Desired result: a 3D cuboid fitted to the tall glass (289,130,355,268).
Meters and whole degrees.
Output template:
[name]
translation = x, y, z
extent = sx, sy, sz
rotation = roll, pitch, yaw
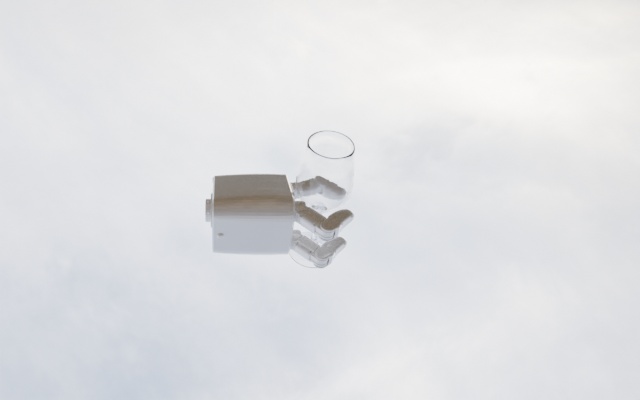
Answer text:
[tall glass]
translation = 0.000, 0.003, 0.670
extent = 0.079, 0.201, 0.079
rotation = 6, 41, -5
